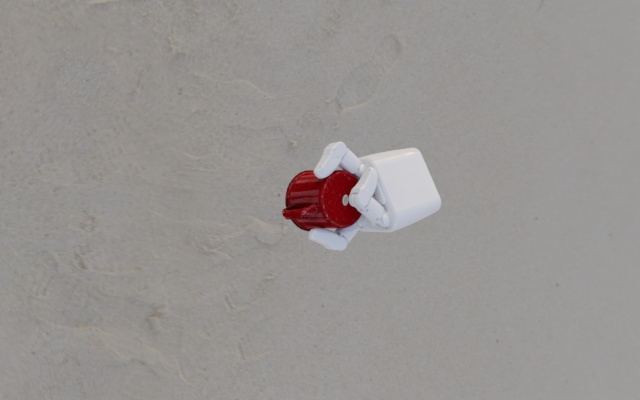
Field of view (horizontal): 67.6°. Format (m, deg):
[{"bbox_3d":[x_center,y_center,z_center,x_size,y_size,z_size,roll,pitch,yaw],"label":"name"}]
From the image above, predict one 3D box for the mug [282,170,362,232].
[{"bbox_3d":[-0.001,0.003,0.681,0.117,0.093,0.081,-18,9,-35],"label":"mug"}]
